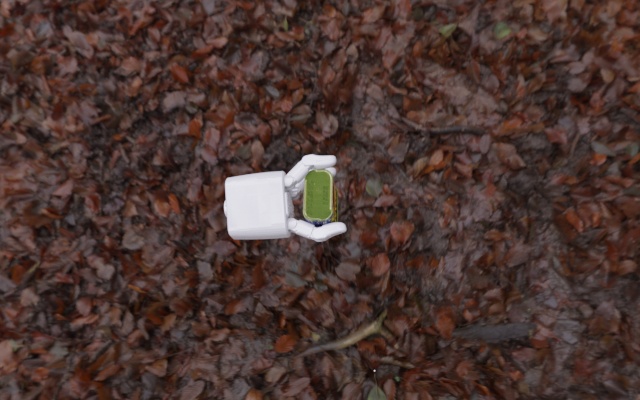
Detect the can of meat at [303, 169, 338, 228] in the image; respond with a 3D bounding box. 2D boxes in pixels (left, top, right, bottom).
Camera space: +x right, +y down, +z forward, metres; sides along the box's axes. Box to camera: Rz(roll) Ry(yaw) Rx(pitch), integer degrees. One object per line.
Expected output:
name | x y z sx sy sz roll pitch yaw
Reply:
can of meat | 0.000 0.003 0.865 0.057 0.102 0.084 -1 -20 6
